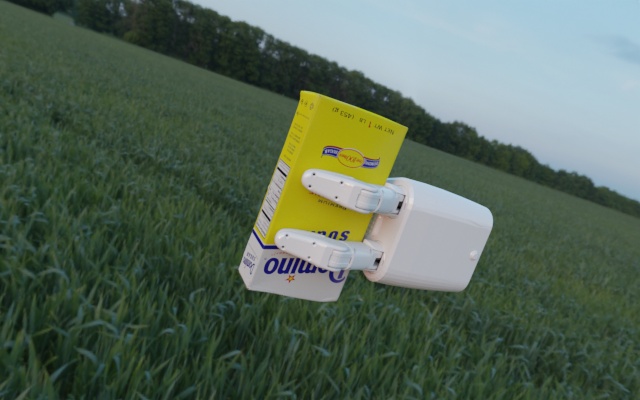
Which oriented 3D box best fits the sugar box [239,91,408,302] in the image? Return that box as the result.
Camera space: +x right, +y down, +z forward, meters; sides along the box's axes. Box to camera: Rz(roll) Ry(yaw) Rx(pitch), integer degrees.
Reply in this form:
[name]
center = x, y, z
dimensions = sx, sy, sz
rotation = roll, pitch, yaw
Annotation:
[sugar box]
center = 0.000, 0.001, 0.424
dimensions = 0.093, 0.176, 0.048
rotation = 14, 11, -26
